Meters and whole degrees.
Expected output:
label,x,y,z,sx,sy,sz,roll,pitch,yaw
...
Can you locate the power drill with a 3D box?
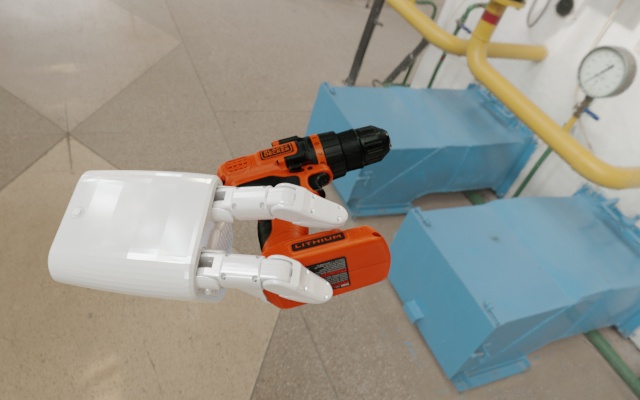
label,x,y,z,sx,sy,sz,roll,pitch,yaw
power drill,0.000,0.002,0.445,0.184,0.057,0.187,-17,38,-3
